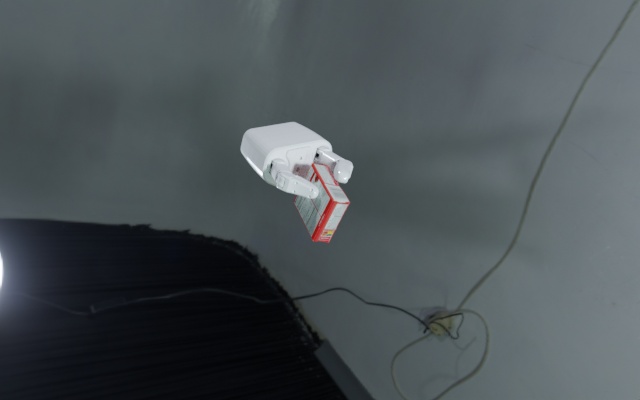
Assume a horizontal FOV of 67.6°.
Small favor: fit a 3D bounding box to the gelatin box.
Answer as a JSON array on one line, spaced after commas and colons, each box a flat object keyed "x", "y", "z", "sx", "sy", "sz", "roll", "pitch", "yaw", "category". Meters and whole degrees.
[{"x": 0.000, "y": 0.002, "z": 0.666, "sx": 0.030, "sy": 0.073, "sz": 0.089, "roll": 6, "pitch": 36, "yaw": -30, "category": "gelatin box"}]
